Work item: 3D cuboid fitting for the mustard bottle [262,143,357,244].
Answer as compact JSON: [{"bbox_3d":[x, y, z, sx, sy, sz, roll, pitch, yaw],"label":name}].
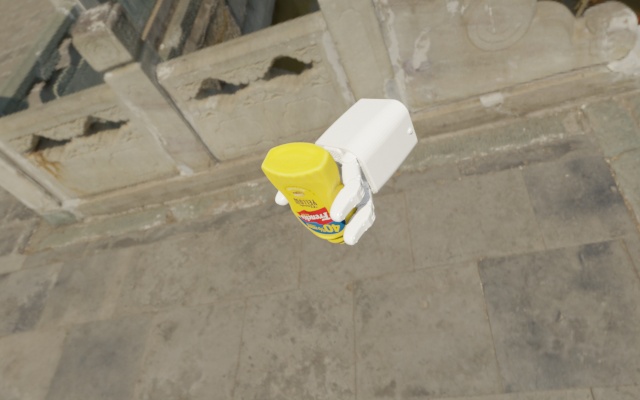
[{"bbox_3d":[0.000,0.002,0.668,0.096,0.058,0.192,3,-34,29],"label":"mustard bottle"}]
